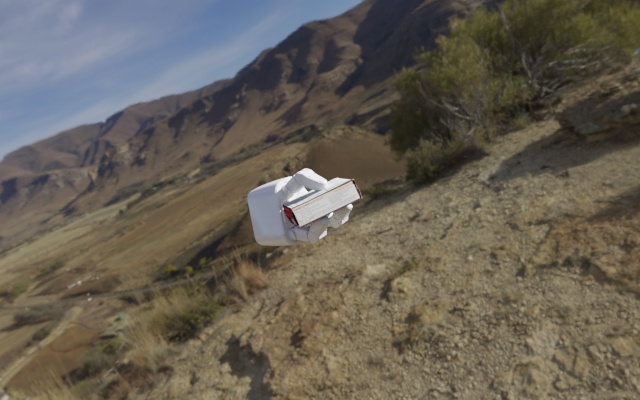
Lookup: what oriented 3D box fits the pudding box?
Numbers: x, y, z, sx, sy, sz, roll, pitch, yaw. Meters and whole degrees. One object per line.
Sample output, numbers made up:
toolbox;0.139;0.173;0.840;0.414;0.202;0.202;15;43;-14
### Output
pudding box;0.000;0.002;0.769;0.113;0.039;0.090;-27;10;-9
